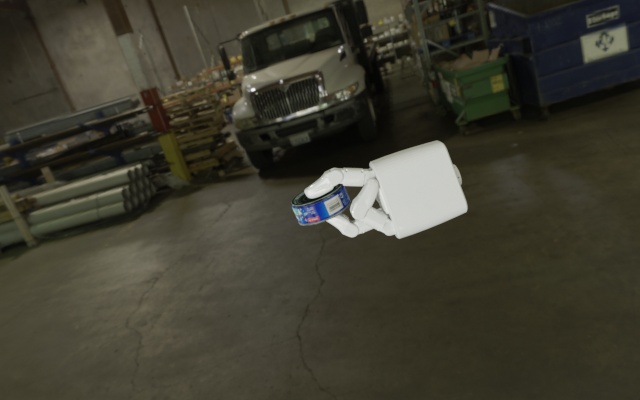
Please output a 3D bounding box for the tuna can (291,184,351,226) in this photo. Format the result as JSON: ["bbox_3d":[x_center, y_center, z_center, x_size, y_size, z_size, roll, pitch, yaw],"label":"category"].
[{"bbox_3d":[0.000,0.002,0.713,0.086,0.034,0.086,-21,17,7],"label":"tuna can"}]
